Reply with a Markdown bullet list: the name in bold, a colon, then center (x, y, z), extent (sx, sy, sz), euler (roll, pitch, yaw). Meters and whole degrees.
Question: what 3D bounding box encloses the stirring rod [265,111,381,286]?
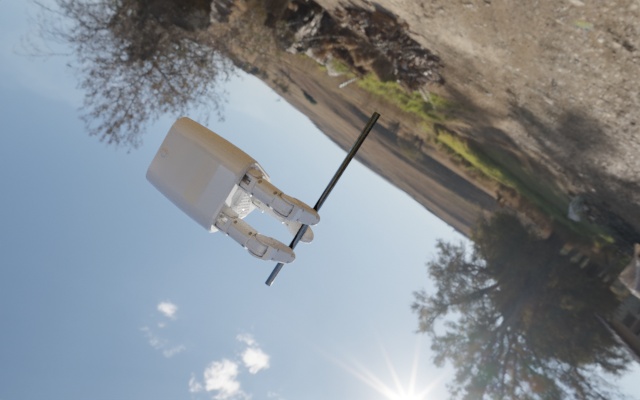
- **stirring rod**: center (0.000, 0.002, 0.555), extent (0.011, 0.239, 0.011), euler (31, 11, -7)
